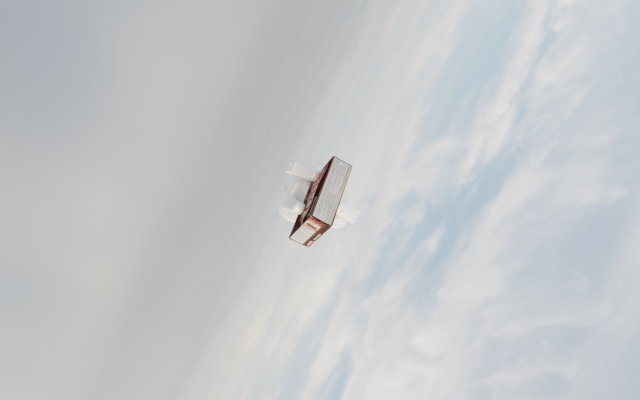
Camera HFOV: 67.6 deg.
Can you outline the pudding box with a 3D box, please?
[{"bbox_3d":[0.000,0.002,0.706,0.039,0.113,0.090,25,-32,-11],"label":"pudding box"}]
